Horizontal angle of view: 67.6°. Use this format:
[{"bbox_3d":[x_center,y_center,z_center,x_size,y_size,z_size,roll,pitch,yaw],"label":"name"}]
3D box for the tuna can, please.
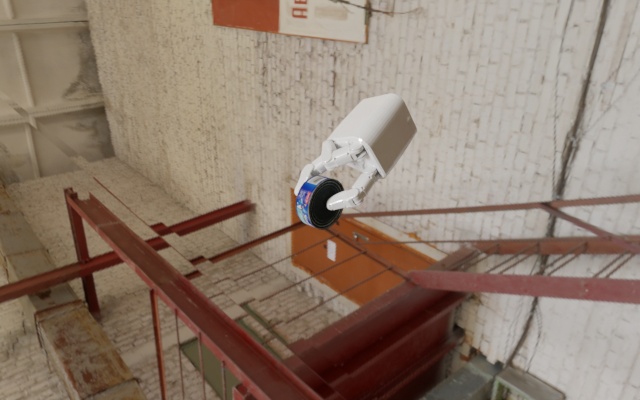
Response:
[{"bbox_3d":[0.000,0.002,0.784,0.033,0.086,0.086,19,13,41],"label":"tuna can"}]
